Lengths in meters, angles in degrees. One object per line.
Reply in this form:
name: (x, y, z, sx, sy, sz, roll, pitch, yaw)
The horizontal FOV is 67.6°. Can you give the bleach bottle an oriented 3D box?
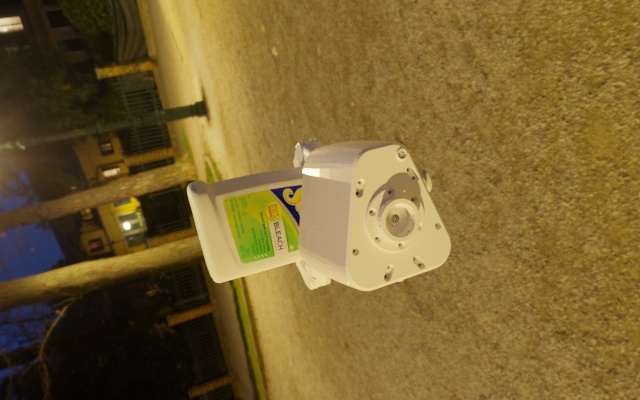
bleach bottle: (0.000, 0.002, 0.494, 0.251, 0.102, 0.068, -16, 9, -18)
